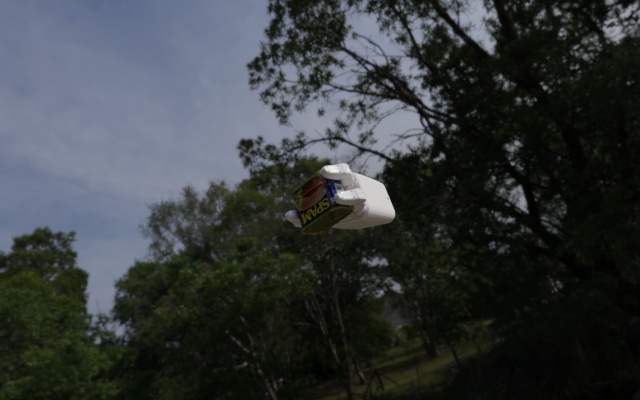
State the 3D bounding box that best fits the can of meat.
[{"bbox_3d":[0.000,0.003,0.874,0.102,0.084,0.057,-35,-28,32],"label":"can of meat"}]
